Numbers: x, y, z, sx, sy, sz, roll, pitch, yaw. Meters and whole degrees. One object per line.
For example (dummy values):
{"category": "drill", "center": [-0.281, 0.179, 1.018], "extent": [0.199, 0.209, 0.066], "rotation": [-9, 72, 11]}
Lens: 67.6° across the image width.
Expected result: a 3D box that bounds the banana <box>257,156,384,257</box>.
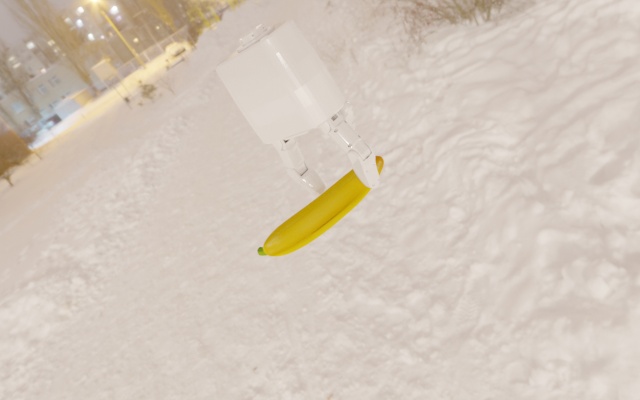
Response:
{"category": "banana", "center": [0.001, 0.010, 0.573], "extent": [0.198, 0.037, 0.069], "rotation": [-36, 22, 1]}
